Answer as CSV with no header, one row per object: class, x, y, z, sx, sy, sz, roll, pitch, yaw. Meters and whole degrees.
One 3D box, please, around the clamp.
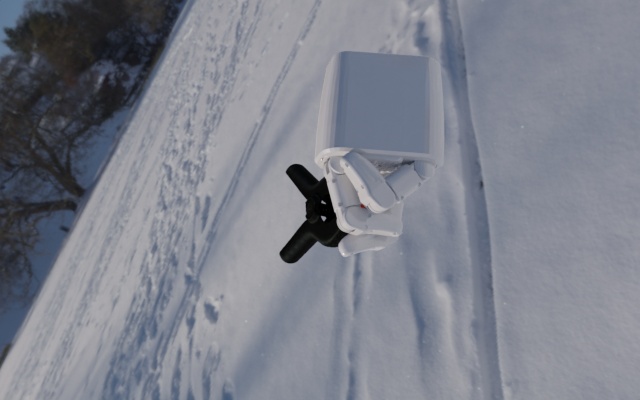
clamp,0.000,0.002,0.525,0.039,0.120,0.171,1,-13,-34
